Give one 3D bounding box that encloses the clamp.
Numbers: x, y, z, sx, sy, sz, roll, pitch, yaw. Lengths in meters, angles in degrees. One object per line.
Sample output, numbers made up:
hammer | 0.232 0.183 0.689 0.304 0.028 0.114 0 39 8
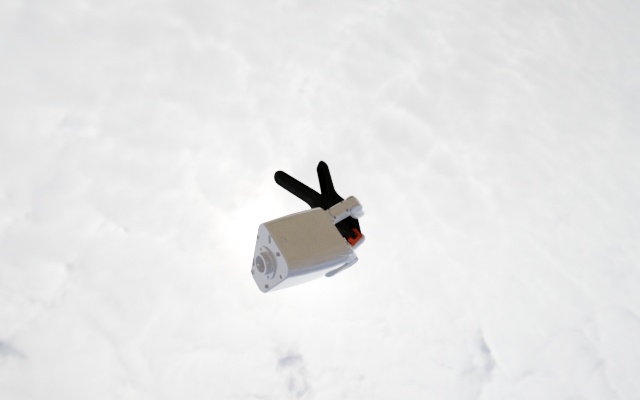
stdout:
clamp | 0.000 0.003 0.781 0.120 0.171 0.039 -12 -34 -36
